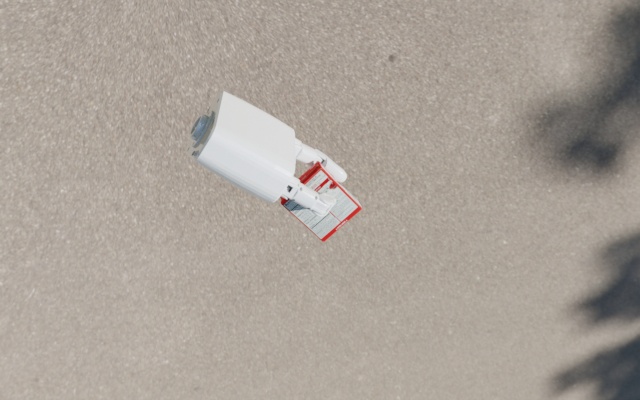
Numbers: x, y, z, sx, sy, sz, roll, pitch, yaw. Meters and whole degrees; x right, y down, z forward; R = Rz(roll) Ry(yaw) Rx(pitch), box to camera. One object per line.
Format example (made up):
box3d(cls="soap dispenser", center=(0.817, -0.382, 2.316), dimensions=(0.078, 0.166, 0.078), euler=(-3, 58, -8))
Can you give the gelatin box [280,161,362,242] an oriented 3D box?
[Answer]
box3d(cls="gelatin box", center=(0.000, 0.003, 0.647), dimensions=(0.089, 0.073, 0.030), euler=(44, 10, -24))
